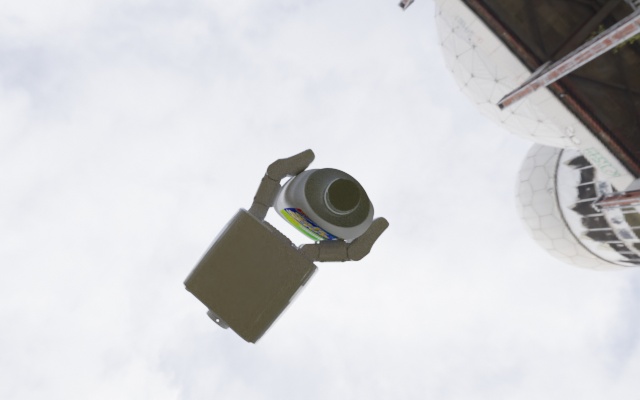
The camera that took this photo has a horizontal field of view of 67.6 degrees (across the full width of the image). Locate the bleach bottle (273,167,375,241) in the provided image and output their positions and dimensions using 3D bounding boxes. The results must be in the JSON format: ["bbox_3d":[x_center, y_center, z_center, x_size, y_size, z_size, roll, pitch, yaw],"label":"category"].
[{"bbox_3d":[0.000,0.002,0.530,0.102,0.068,0.251,38,-8,-1],"label":"bleach bottle"}]
